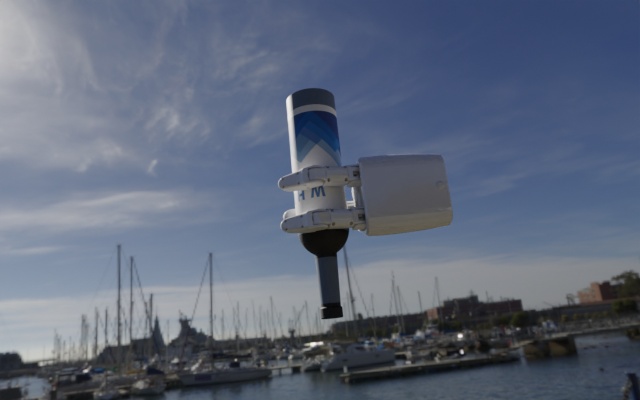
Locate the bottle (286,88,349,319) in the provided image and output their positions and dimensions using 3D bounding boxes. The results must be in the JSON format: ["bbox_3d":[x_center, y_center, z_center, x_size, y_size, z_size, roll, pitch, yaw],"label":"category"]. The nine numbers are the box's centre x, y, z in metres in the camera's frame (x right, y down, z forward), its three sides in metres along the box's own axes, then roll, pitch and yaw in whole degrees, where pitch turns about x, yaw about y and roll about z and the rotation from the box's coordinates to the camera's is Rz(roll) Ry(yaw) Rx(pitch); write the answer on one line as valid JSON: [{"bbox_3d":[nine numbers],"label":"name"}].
[{"bbox_3d":[0.000,0.002,0.618,0.069,0.295,0.069,-5,-16,-2],"label":"bottle"}]
